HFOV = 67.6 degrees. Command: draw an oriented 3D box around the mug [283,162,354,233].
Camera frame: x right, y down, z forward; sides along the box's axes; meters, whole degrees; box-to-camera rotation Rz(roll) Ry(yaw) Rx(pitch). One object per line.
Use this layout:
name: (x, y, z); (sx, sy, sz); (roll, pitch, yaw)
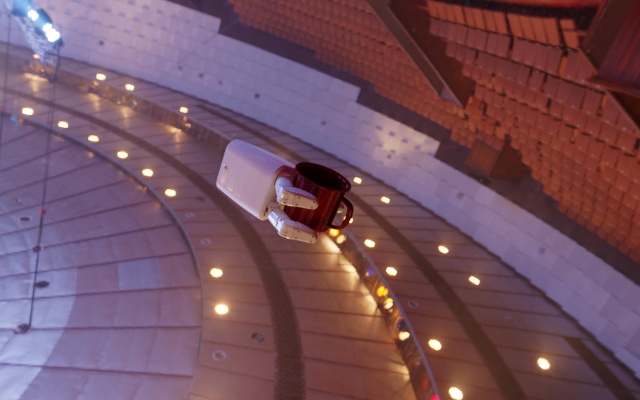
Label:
mug: (0.001, 0.003, 0.747); (0.117, 0.081, 0.093); (32, 25, 23)
